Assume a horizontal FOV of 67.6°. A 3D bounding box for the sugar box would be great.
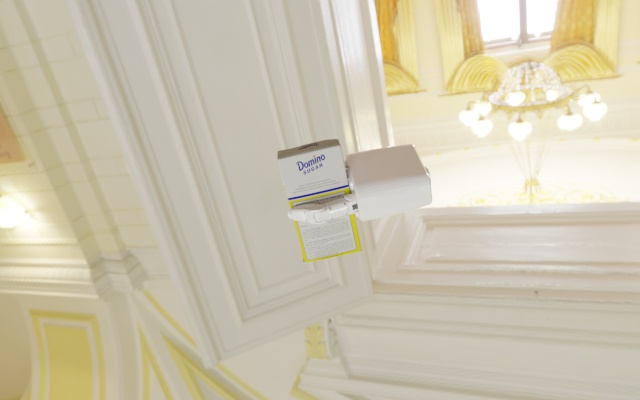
[{"bbox_3d":[0.000,0.002,0.712,0.093,0.176,0.048,-12,23,0],"label":"sugar box"}]
